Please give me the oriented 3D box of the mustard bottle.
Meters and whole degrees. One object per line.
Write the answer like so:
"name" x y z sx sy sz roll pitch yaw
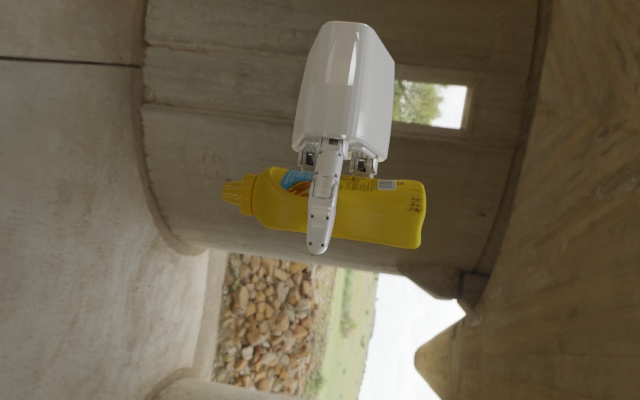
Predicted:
"mustard bottle" 0.000 0.002 0.457 0.191 0.058 0.096 7 20 6
